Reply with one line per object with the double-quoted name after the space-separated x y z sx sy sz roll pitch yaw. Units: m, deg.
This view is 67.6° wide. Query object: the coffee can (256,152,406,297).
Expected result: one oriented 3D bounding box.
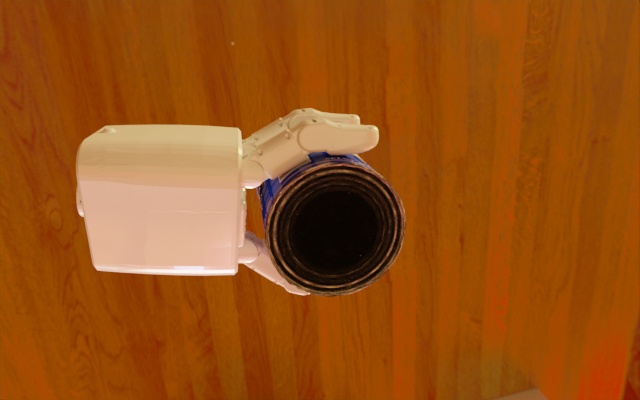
0.000 0.001 0.403 0.103 0.103 0.140 0 18 -10 "coffee can"
